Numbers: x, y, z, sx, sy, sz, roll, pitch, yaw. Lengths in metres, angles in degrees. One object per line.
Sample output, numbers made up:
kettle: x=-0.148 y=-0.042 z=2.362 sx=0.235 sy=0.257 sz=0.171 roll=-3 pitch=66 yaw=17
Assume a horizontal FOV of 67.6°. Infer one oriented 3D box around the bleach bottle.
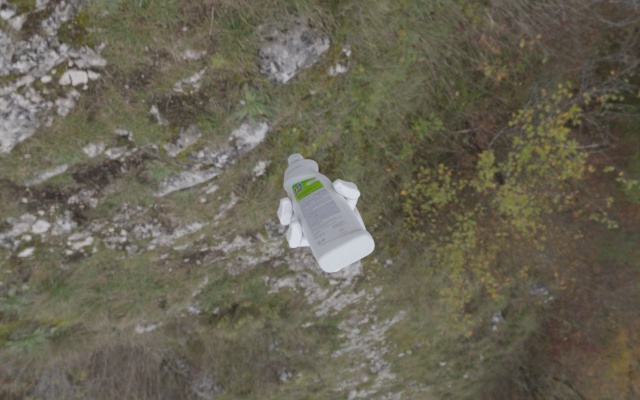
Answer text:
bleach bottle: x=0.000 y=0.003 z=0.865 sx=0.102 sy=0.250 sz=0.068 roll=-27 pitch=-38 yaw=2
